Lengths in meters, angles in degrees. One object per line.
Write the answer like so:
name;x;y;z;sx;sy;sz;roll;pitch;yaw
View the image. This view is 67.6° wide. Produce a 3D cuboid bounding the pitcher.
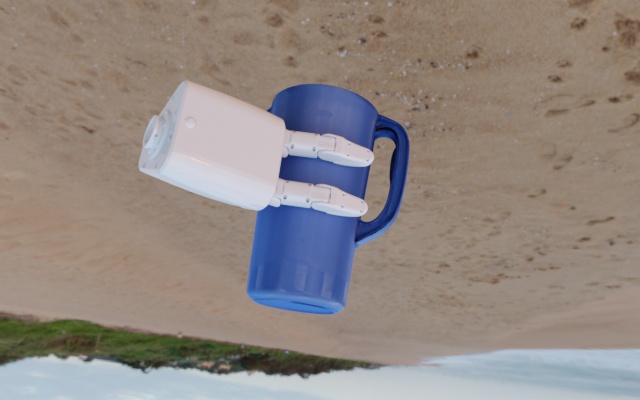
pitcher;0.000;0.002;0.546;0.145;0.242;0.149;20;-22;-32
